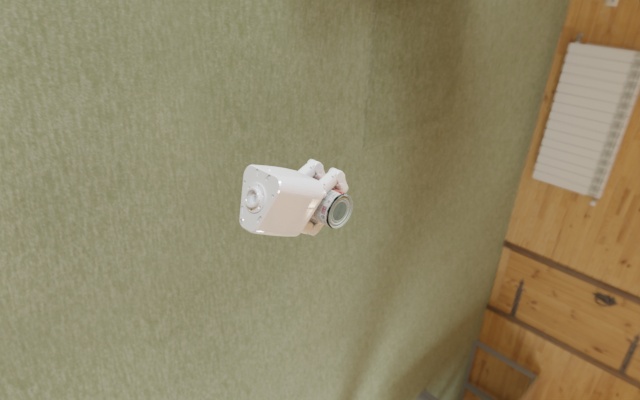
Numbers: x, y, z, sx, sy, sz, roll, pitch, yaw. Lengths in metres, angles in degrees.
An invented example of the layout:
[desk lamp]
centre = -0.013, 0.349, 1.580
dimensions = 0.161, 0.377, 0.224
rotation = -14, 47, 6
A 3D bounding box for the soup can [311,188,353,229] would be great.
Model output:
[soup can]
centre = 0.001, 0.003, 0.871
dimensions = 0.102, 0.068, 0.068
rotation = 25, 16, 38
